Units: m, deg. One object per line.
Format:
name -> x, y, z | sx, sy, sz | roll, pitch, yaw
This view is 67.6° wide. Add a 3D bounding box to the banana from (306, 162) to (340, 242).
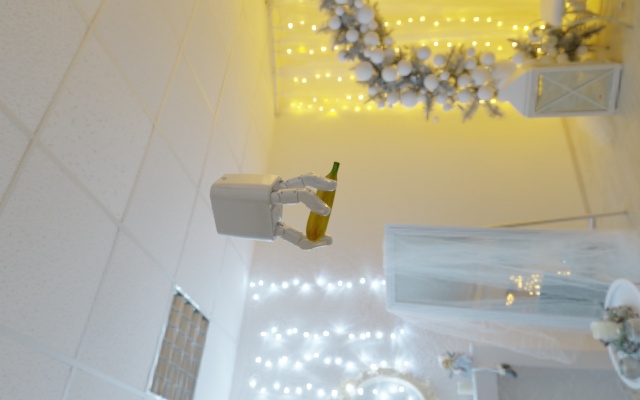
banana -> 0.000, 0.014, 0.854 | 0.037, 0.070, 0.197 | 9, 45, 7
